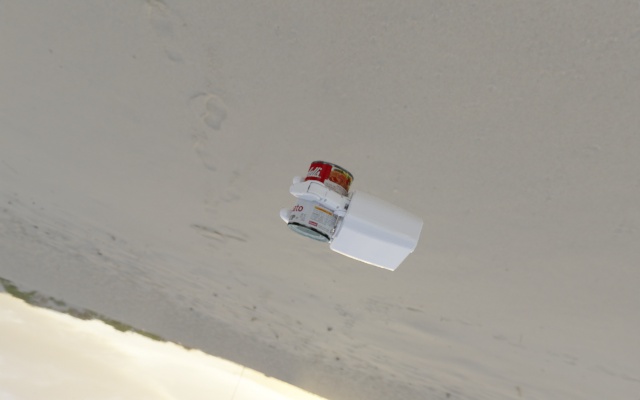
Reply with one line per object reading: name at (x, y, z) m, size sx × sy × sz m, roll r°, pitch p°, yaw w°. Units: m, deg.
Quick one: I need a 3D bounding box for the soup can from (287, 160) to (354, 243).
soup can at (0.000, 0.002, 0.696) m, size 0.068 × 0.102 × 0.068 m, roll 20°, pitch -15°, yaw 6°
